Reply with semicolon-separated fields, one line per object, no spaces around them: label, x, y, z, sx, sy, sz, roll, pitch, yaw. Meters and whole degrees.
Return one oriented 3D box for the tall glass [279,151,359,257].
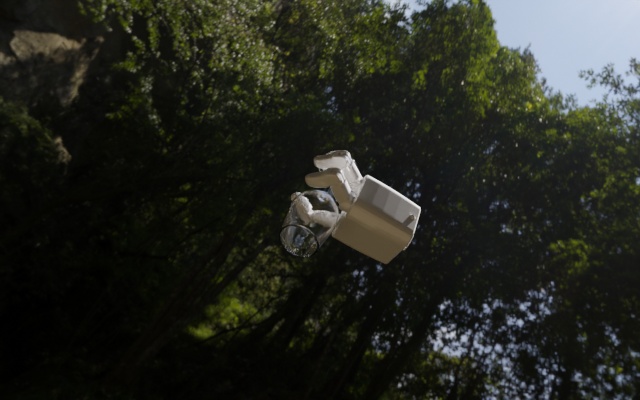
tall glass;0.000;0.002;0.765;0.079;0.079;0.201;0;35;23
